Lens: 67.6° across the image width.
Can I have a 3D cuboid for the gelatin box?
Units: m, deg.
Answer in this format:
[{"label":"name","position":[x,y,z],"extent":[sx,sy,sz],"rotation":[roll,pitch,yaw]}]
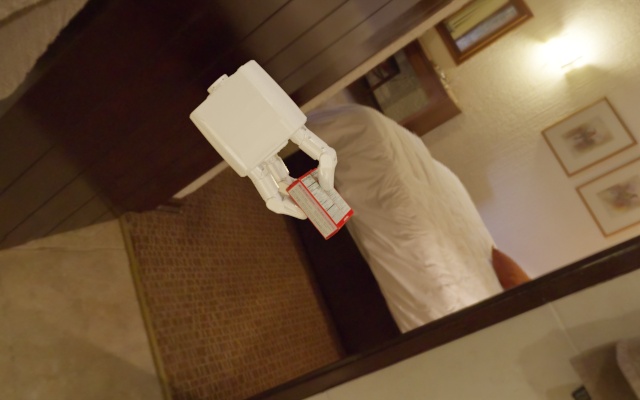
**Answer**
[{"label":"gelatin box","position":[0.001,0.002,0.666],"extent":[0.030,0.089,0.073],"rotation":[-40,0,25]}]
